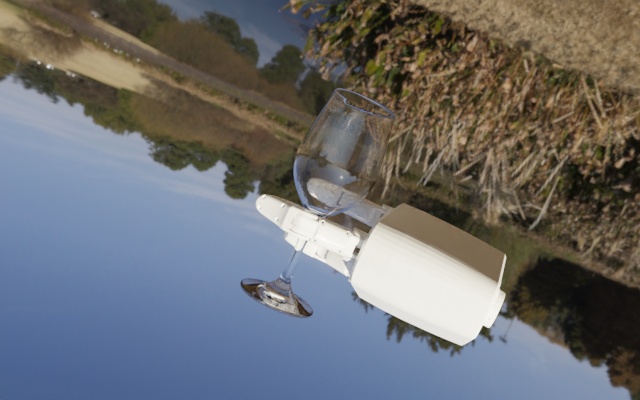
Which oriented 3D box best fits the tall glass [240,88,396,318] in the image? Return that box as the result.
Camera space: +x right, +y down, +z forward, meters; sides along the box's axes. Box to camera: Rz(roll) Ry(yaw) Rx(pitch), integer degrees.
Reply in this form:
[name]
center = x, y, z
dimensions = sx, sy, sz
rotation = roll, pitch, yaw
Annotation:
[tall glass]
center = 0.000, 0.002, 0.443
dimensions = 0.079, 0.201, 0.079
rotation = 24, 3, -1
